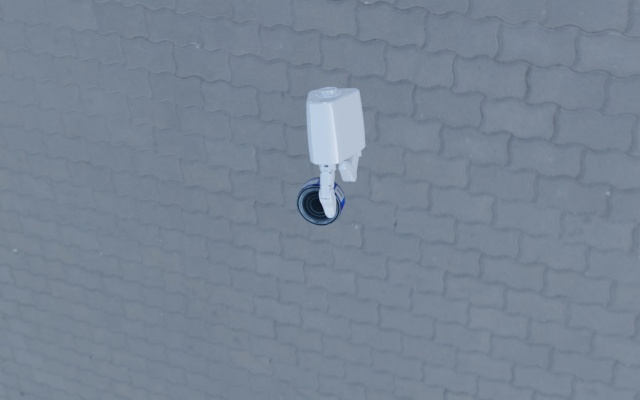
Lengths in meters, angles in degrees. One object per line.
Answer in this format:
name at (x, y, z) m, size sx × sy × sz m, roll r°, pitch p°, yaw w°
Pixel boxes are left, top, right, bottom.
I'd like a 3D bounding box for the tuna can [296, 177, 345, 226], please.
tuna can at (0.000, 0.003, 0.869) m, size 0.086 × 0.086 × 0.033 m, roll 0°, pitch 28°, yaw 17°
